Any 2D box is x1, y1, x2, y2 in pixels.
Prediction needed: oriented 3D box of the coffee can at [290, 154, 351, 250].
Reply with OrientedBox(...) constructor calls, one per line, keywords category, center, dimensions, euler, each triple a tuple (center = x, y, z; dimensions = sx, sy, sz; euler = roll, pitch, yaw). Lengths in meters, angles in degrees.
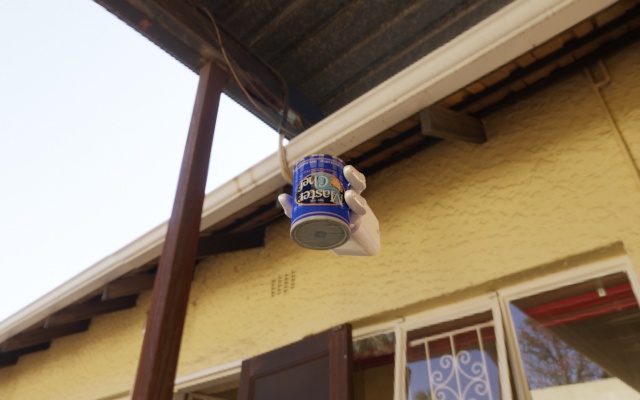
OrientedBox(category="coffee can", center=(0.000, 0.003, 0.848), dimensions=(0.103, 0.140, 0.103), euler=(0, -36, 0))
